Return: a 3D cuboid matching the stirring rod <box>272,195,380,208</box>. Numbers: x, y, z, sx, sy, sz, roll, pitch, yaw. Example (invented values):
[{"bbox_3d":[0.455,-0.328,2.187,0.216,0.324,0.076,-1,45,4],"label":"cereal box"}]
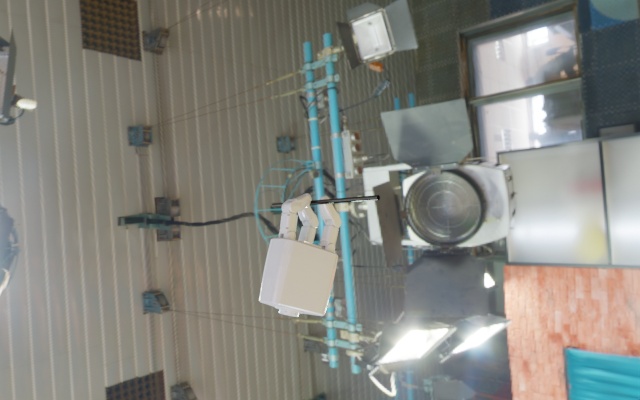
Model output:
[{"bbox_3d":[0.000,0.003,0.808,0.239,0.011,0.011,-5,-3,43],"label":"stirring rod"}]
